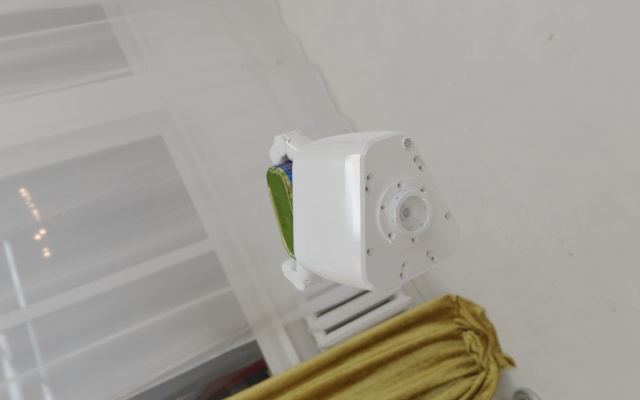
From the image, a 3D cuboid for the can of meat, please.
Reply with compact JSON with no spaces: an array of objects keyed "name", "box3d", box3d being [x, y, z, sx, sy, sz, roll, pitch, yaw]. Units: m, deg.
[{"name":"can of meat","box3d":[0.000,0.002,0.478,0.084,0.102,0.057,-21,15,-25]}]
